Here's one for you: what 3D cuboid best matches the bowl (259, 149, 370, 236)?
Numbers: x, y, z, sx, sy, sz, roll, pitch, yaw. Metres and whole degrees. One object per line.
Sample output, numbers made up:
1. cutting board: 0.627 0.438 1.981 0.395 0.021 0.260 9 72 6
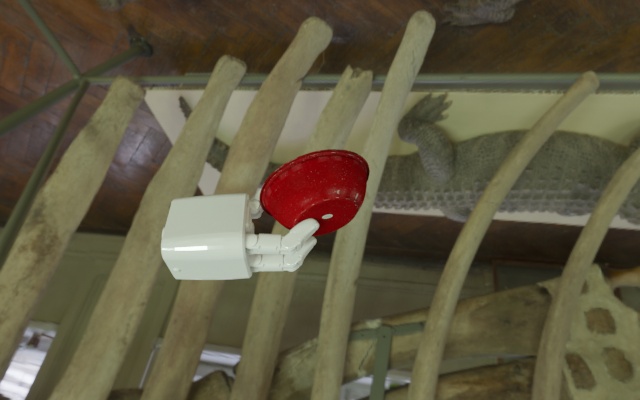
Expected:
1. bowl: 0.001 0.002 0.659 0.162 0.055 0.162 -15 -32 -9
